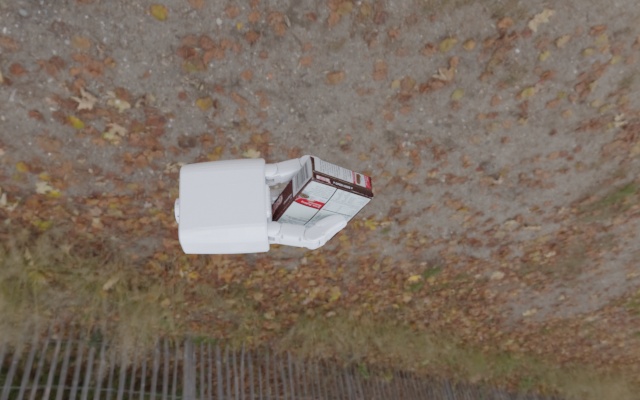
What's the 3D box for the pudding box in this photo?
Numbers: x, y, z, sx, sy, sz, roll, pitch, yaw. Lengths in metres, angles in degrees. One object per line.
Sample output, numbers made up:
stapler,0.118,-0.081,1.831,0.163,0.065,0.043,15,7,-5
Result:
pudding box,0.000,0.002,0.611,0.090,0.039,0.113,16,-40,-25
